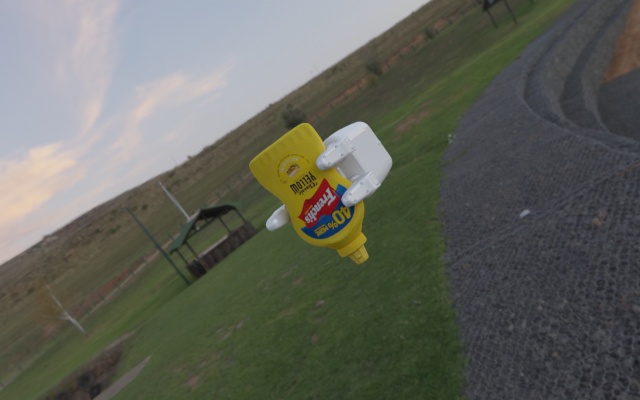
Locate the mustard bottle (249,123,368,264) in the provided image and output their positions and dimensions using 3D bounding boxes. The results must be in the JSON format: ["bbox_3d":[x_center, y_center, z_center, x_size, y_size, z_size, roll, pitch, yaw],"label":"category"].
[{"bbox_3d":[0.000,0.002,0.620,0.096,0.191,0.058,-35,5,8],"label":"mustard bottle"}]
